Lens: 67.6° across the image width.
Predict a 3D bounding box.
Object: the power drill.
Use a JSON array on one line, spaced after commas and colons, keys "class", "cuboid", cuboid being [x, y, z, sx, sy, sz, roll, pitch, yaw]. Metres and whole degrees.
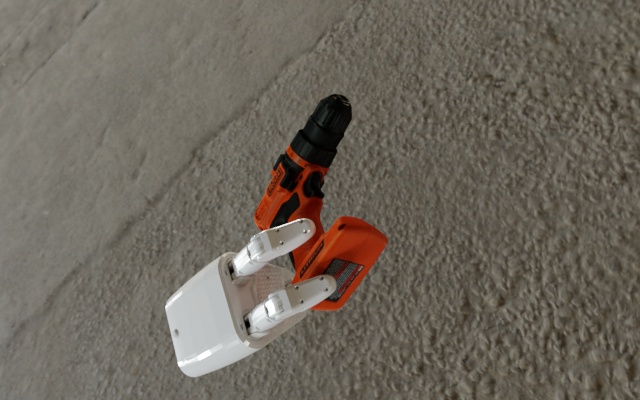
[{"class": "power drill", "cuboid": [0.000, 0.002, 0.489, 0.057, 0.184, 0.187, 16, 28, -28]}]
